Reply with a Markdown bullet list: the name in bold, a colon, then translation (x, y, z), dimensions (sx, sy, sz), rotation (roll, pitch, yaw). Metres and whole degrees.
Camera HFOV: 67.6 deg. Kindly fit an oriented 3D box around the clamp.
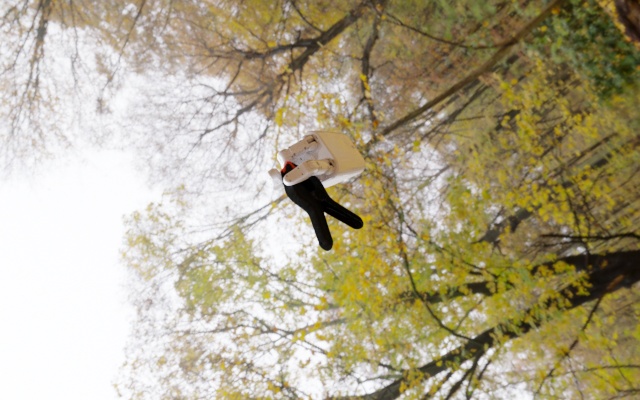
- **clamp**: translation (0.000, 0.003, 0.818), dimensions (0.039, 0.171, 0.120), rotation (-43, -18, 31)
